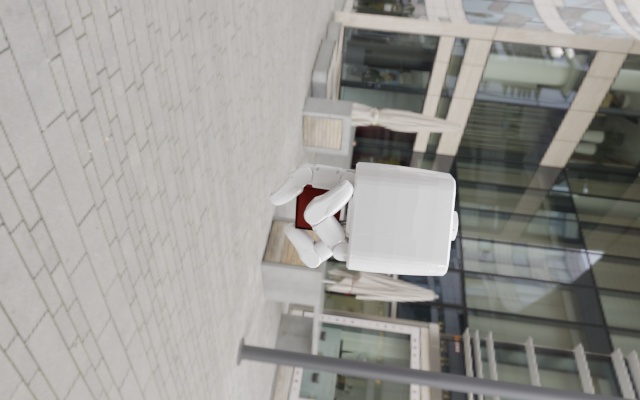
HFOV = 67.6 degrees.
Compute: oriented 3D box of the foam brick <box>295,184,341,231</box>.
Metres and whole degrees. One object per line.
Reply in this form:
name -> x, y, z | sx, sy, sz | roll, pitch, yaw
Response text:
foam brick -> 0.000, 0.002, 0.581 | 0.051, 0.053, 0.078 | 4, 15, 4
